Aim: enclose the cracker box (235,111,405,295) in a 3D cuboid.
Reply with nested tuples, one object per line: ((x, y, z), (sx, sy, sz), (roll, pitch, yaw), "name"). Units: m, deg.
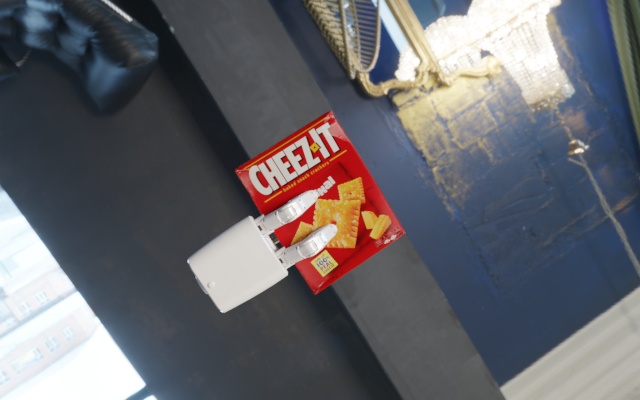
((0.000, 0.002, 0.703), (0.164, 0.214, 0.072), (-33, 8, -4), "cracker box")
